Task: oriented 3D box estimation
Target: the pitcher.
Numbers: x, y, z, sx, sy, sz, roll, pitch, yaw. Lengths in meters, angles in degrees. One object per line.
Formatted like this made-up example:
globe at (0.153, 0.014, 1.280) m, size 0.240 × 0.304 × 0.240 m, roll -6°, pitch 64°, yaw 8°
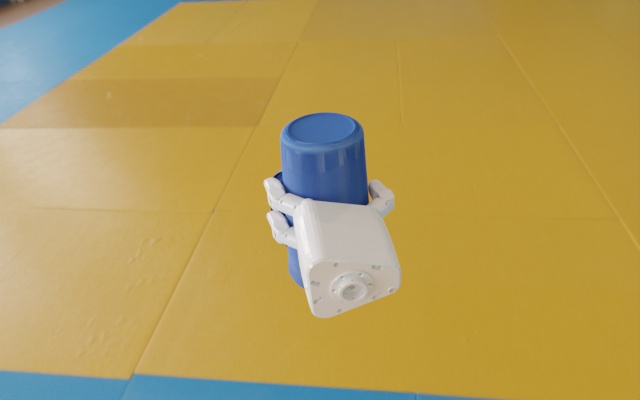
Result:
pitcher at (0.000, 0.002, 0.681) m, size 0.149 × 0.243 × 0.145 m, roll -8°, pitch 35°, yaw -4°
